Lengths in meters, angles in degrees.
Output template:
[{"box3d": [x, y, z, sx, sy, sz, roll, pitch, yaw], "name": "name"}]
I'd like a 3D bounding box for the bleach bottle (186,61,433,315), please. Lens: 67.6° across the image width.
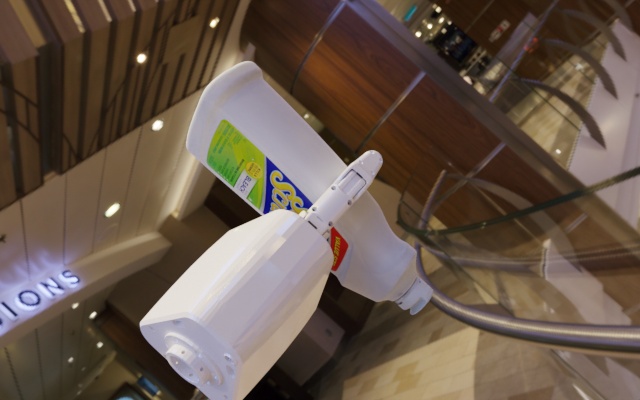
[{"box3d": [0.000, 0.001, 0.416, 0.068, 0.251, 0.103, -47, -2, -40], "name": "bleach bottle"}]
